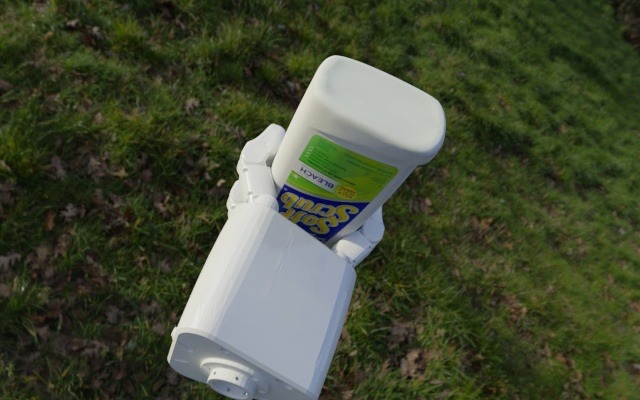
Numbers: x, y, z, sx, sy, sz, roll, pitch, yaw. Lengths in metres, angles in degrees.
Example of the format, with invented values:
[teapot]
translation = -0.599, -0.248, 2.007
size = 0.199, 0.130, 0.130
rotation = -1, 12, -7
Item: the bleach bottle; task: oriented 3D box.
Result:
[bleach bottle]
translation = 0.000, 0.001, 0.417
size = 0.102, 0.068, 0.251
rotation = 24, -40, -5
